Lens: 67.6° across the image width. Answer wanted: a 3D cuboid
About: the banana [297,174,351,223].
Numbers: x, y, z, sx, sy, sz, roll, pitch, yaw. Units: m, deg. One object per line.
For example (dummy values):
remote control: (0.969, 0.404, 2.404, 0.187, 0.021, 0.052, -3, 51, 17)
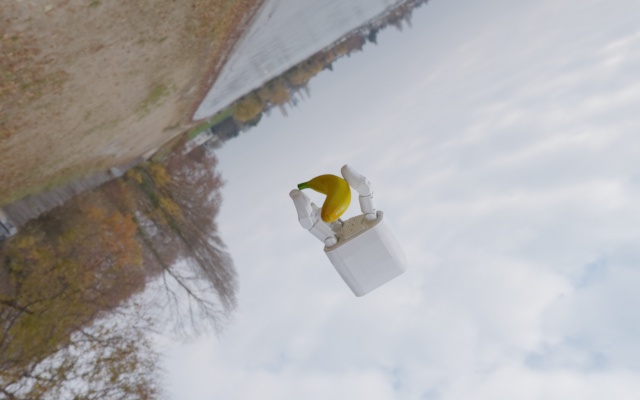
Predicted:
banana: (0.015, -0.008, 0.742, 0.069, 0.037, 0.197, -33, 18, -3)
